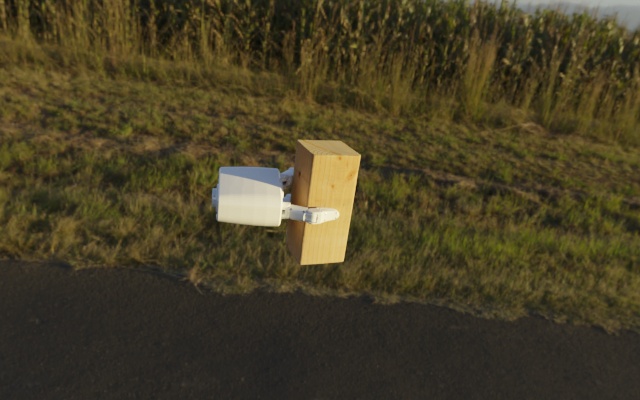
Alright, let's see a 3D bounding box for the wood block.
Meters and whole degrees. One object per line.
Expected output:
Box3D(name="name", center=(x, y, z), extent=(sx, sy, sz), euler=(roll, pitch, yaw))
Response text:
Box3D(name="wood block", center=(0.000, 0.003, 0.865), extent=(0.090, 0.206, 0.090), euler=(-1, 23, -22))
